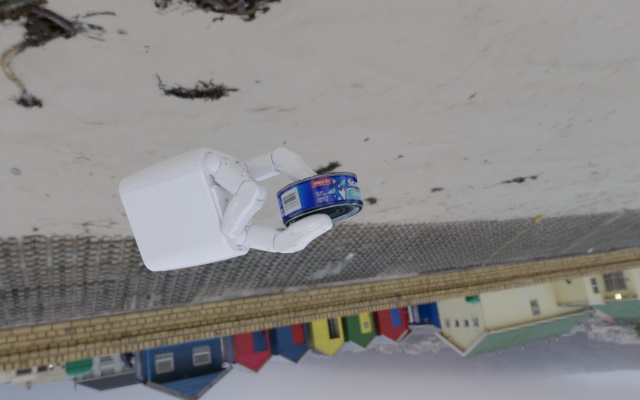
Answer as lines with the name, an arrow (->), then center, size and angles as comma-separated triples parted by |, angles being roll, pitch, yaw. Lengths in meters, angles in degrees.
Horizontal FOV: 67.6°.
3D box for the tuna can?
tuna can -> 0.000, 0.002, 0.490 | 0.086, 0.033, 0.086 | -13, -14, -3
